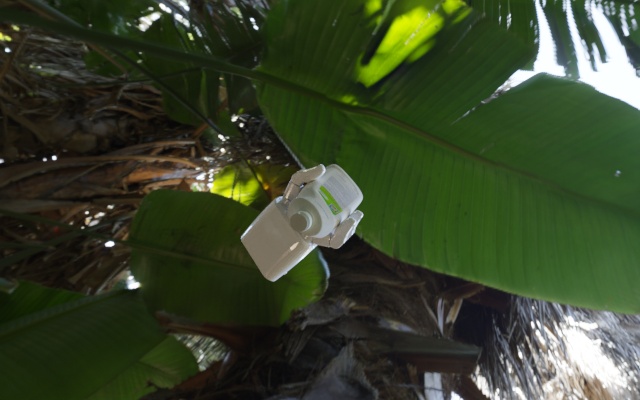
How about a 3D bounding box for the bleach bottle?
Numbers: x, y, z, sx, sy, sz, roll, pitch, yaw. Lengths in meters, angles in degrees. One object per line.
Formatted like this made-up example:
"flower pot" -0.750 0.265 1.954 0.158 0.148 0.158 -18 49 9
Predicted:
"bleach bottle" 0.000 0.003 0.823 0.068 0.102 0.251 -44 -4 21
